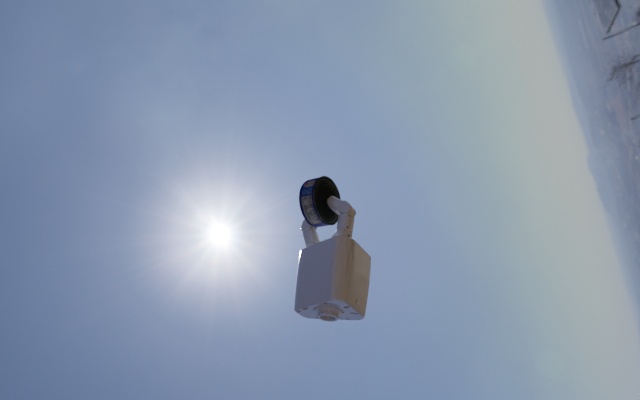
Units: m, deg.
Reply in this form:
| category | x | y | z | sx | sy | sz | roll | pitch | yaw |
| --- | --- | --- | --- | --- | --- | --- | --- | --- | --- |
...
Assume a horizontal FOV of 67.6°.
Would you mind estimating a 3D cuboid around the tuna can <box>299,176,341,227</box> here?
| category | x | y | z | sx | sy | sz | roll | pitch | yaw |
| --- | --- | --- | --- | --- | --- | --- | --- | --- | --- |
| tuna can | 0.000 | 0.003 | 0.825 | 0.034 | 0.086 | 0.086 | -11 | -6 | 32 |
